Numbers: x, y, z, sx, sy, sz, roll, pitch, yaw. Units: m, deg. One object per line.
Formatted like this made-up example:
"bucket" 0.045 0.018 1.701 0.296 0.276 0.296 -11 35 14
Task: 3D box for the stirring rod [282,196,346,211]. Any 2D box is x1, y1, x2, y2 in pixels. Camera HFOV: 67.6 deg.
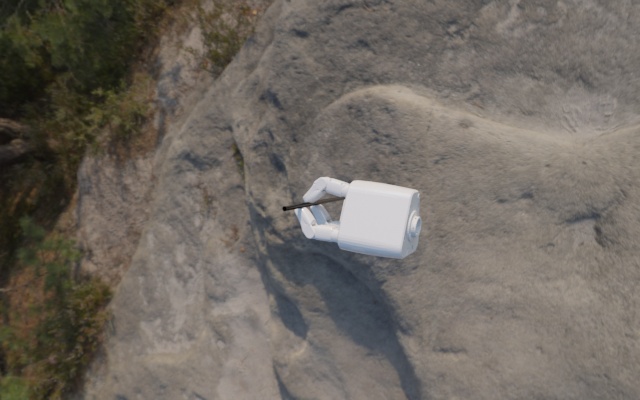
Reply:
"stirring rod" 0.000 0.003 0.853 0.011 0.011 0.239 0 5 28
